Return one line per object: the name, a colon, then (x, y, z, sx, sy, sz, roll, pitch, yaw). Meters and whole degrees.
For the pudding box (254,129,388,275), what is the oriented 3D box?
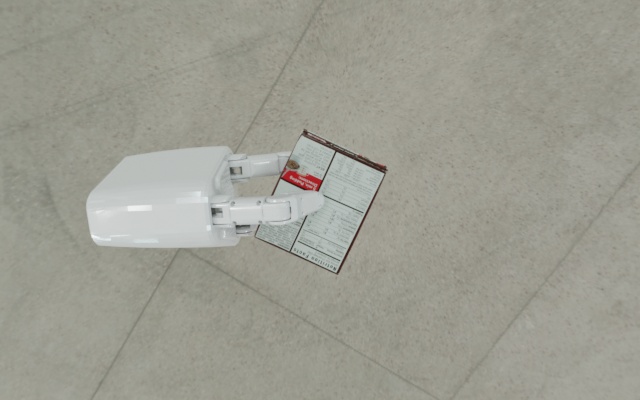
pudding box: (0.000, 0.001, 0.452, 0.090, 0.113, 0.039, 25, 13, -2)
